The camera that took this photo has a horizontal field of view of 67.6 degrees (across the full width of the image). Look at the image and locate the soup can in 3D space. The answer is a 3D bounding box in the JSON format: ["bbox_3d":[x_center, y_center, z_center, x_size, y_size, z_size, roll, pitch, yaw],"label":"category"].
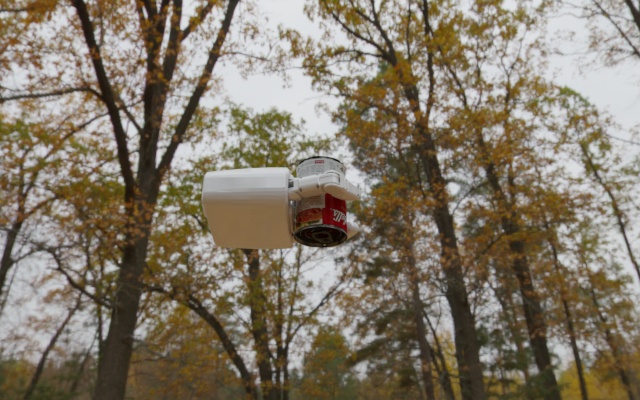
[{"bbox_3d":[0.001,0.002,0.622,0.068,0.102,0.068,0,-27,0],"label":"soup can"}]
